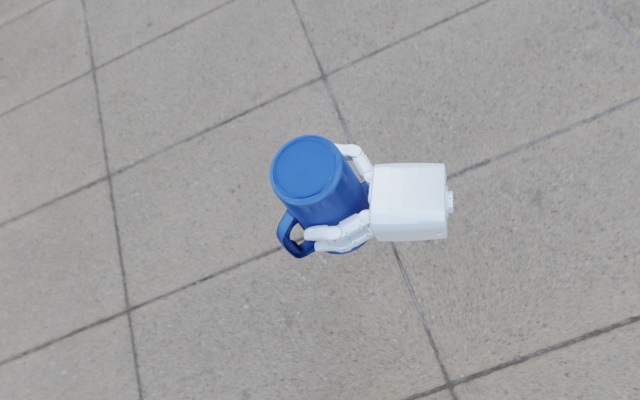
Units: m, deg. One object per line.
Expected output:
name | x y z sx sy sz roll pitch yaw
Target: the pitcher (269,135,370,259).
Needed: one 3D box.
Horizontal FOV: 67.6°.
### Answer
pitcher | 0.000 0.002 0.760 0.145 0.149 0.243 -1 -20 15
